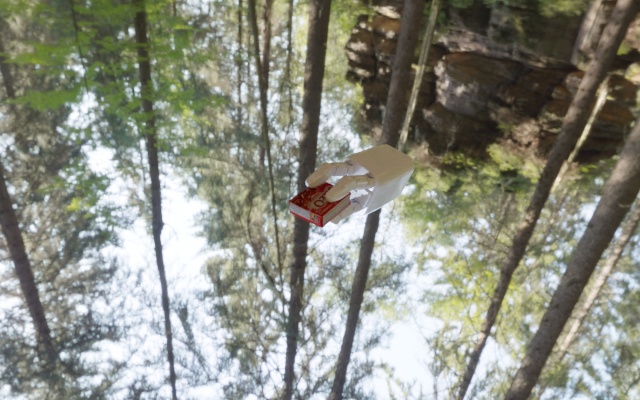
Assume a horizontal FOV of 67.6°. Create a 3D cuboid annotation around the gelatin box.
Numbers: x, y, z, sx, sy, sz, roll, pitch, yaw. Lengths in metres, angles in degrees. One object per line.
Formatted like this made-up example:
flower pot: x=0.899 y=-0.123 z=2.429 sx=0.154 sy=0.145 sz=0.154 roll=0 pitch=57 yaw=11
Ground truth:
gelatin box: x=0.000 y=0.003 z=0.836 sx=0.073 sy=0.030 sz=0.089 roll=25 pitch=43 yaw=29
